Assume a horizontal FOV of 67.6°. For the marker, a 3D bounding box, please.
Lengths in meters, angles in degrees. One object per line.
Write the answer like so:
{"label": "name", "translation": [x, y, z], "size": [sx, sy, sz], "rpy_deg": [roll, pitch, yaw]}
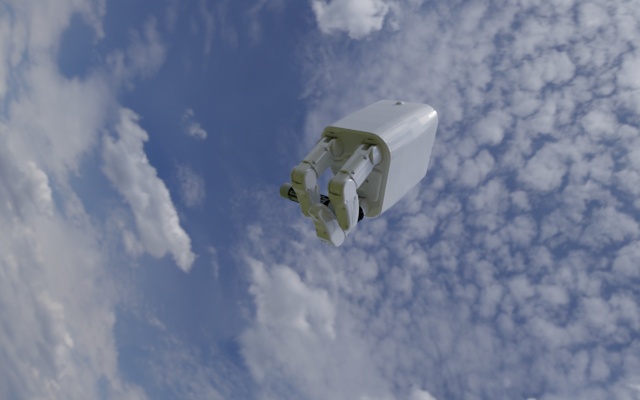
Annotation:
{"label": "marker", "translation": [0.000, 0.002, 0.545], "size": [0.121, 0.020, 0.020], "rpy_deg": [18, 12, 40]}
